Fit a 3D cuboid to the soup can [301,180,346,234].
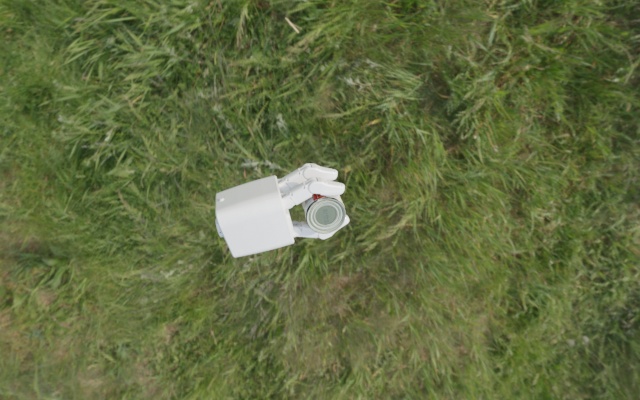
[{"bbox_3d":[0.001,0.003,0.806,0.068,0.068,0.102,0,27,-11],"label":"soup can"}]
